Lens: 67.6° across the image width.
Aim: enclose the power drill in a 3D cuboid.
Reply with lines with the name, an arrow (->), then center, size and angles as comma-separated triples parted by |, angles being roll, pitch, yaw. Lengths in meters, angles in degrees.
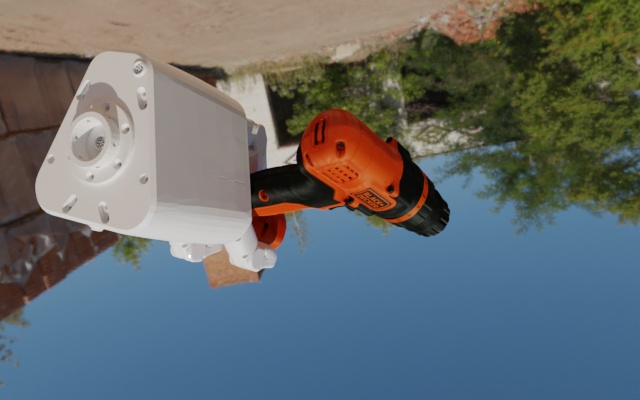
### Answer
power drill -> 0.000, 0.001, 0.417 | 0.188, 0.057, 0.184 | -17, -33, 33
